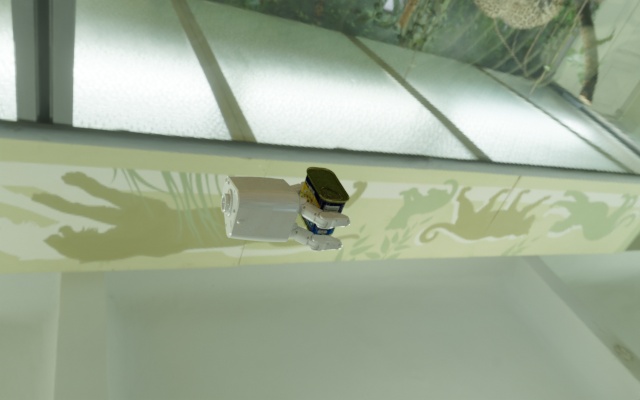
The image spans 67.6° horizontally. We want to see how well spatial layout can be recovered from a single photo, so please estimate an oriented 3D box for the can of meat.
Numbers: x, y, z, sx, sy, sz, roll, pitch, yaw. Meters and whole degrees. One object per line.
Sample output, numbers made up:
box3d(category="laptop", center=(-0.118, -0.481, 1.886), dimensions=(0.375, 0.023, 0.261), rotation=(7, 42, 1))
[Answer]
box3d(category="can of meat", center=(0.000, 0.003, 0.855), dimensions=(0.057, 0.084, 0.102), rotation=(2, 36, -28))
